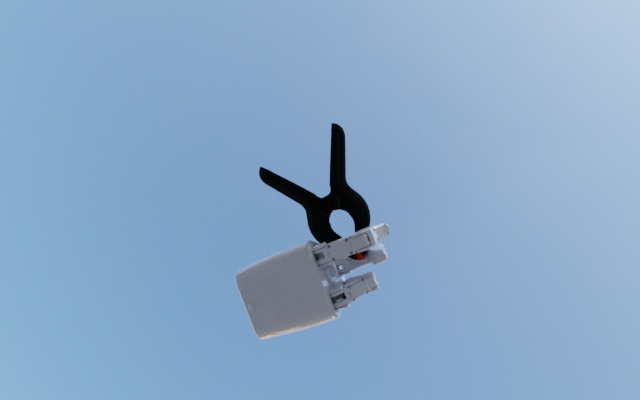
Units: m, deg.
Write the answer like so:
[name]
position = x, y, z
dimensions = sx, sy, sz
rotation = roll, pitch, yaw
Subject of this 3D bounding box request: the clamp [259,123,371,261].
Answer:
[clamp]
position = 0.000, 0.002, 0.602
dimensions = 0.120, 0.171, 0.039
rotation = -22, -1, 14
